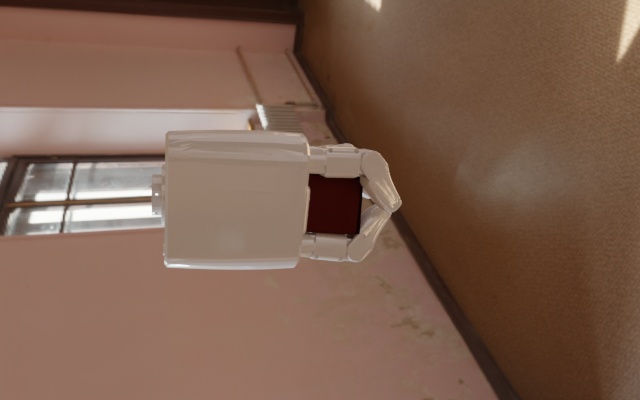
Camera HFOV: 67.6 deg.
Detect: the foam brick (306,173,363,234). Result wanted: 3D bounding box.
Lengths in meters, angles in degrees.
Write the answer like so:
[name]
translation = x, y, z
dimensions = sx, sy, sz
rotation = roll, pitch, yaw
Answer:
[foam brick]
translation = 0.000, 0.002, 0.437
dimensions = 0.051, 0.053, 0.078
rotation = 4, 0, -18
